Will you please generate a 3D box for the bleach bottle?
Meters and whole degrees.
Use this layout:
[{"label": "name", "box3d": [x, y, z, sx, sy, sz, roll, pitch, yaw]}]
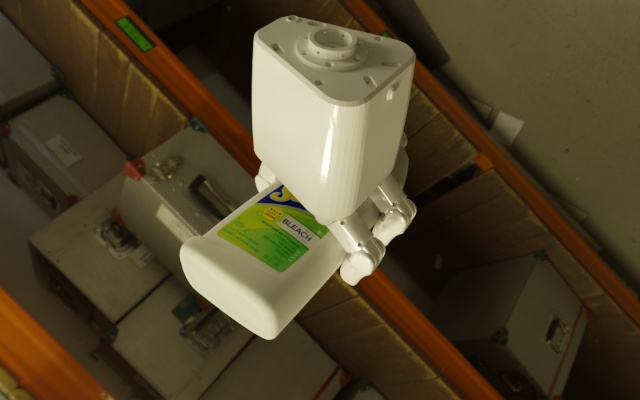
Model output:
[{"label": "bleach bottle", "box3d": [0.000, 0.002, 0.437, 0.102, 0.068, 0.250, 30, 52, 20]}]
